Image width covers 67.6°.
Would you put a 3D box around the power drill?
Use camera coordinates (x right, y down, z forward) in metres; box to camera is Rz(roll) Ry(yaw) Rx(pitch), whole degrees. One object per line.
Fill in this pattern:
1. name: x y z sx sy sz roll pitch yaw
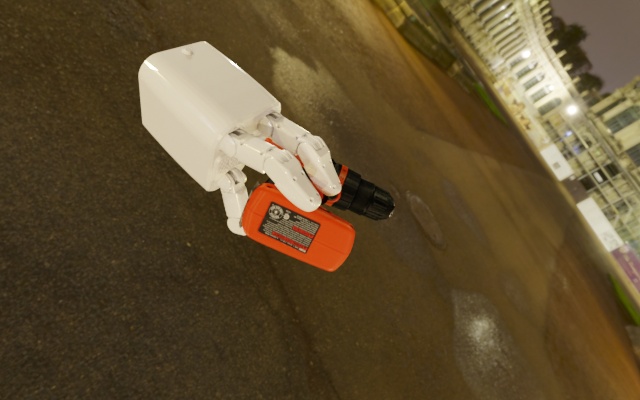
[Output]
1. power drill: 0.000 0.002 0.521 0.184 0.057 0.187 23 21 -4
